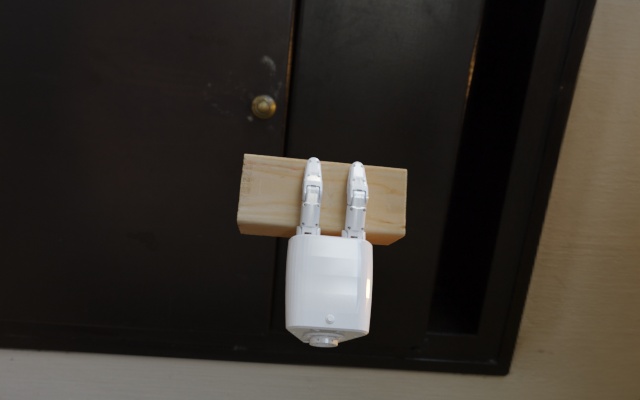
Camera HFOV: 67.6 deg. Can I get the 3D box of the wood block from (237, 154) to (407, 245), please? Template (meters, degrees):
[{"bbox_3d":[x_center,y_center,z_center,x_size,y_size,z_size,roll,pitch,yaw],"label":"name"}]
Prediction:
[{"bbox_3d":[0.000,0.003,0.630,0.206,0.090,0.091,5,-14,-5],"label":"wood block"}]
